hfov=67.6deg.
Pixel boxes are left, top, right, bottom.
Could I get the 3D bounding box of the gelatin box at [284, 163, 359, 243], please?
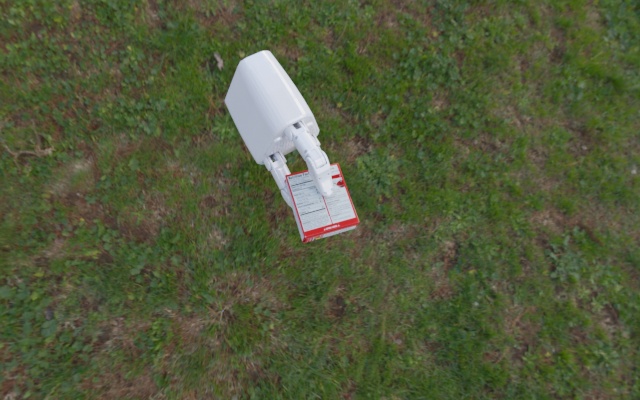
[{"bbox_3d":[0.000,0.002,0.615,0.073,0.089,0.030,-15,-17,-12],"label":"gelatin box"}]
